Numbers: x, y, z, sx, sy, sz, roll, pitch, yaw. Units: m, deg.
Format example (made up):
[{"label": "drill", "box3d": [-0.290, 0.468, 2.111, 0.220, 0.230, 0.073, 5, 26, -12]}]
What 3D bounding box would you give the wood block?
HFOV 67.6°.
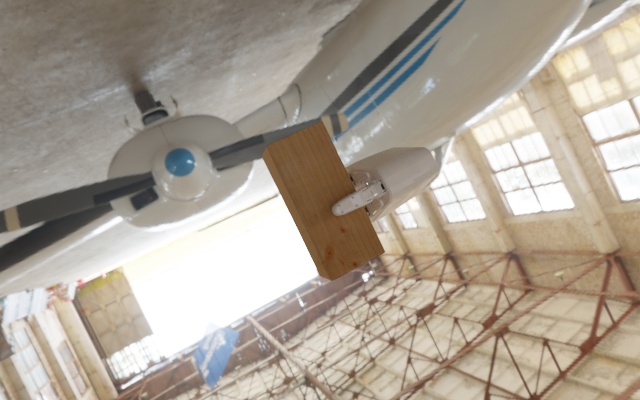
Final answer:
[{"label": "wood block", "box3d": [0.001, 0.002, 0.701, 0.090, 0.206, 0.091, -26, 1, -13]}]
